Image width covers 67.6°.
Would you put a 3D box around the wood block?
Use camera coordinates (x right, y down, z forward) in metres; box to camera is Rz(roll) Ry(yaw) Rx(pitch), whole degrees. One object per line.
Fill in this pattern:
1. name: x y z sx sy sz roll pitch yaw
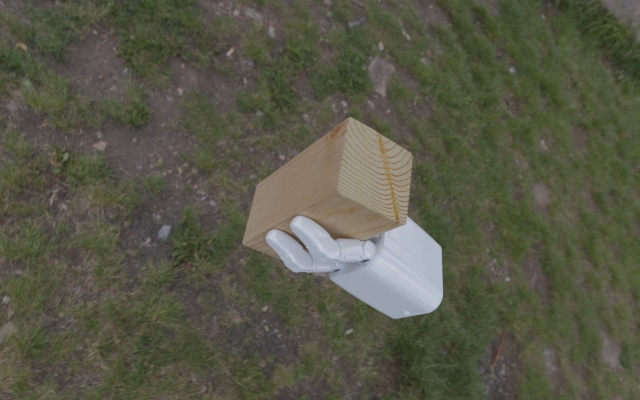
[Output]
1. wood block: 0.001 0.002 0.555 0.090 0.090 0.206 25 -31 -25
